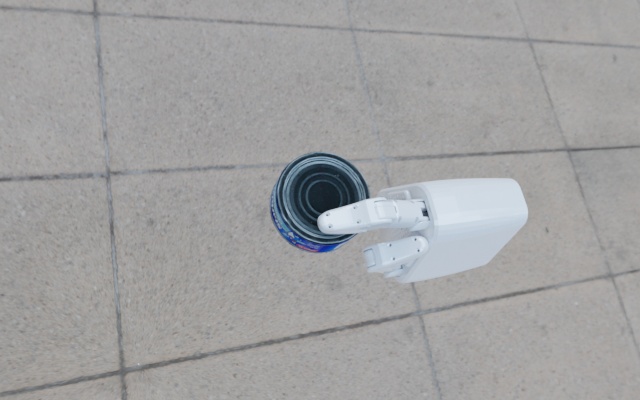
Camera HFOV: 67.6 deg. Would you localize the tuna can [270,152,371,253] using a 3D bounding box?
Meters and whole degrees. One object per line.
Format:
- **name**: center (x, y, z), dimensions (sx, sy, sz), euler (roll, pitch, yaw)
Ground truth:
- **tuna can**: center (0.000, 0.001, 0.420), dimensions (0.086, 0.086, 0.034), euler (0, -17, -15)
